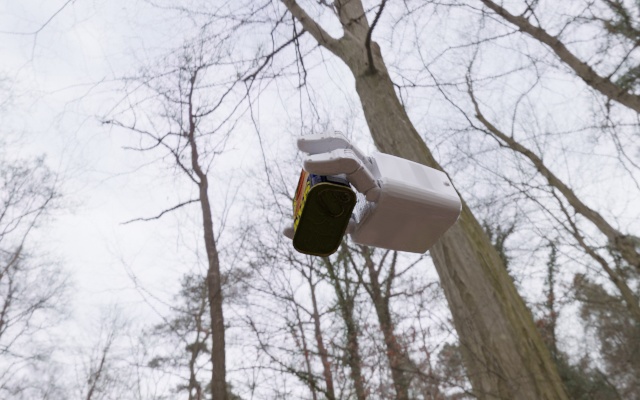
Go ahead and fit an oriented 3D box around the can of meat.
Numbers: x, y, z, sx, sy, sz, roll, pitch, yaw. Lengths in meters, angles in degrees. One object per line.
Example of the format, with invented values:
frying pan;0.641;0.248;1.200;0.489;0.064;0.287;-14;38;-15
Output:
can of meat;0.000;0.002;0.577;0.057;0.102;0.084;11;32;-13
